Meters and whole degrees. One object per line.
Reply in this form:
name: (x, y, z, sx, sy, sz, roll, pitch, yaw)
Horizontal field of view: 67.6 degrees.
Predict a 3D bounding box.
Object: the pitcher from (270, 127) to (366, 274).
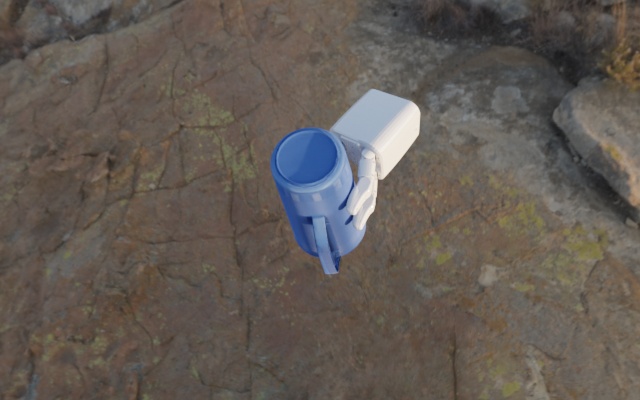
pitcher: (0.000, 0.002, 0.759, 0.149, 0.145, 0.243, 37, -15, 24)
